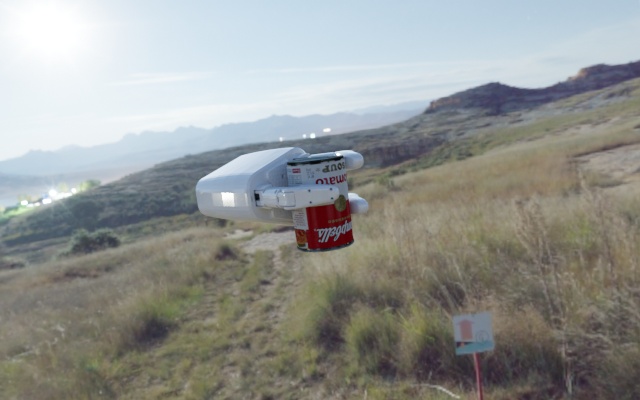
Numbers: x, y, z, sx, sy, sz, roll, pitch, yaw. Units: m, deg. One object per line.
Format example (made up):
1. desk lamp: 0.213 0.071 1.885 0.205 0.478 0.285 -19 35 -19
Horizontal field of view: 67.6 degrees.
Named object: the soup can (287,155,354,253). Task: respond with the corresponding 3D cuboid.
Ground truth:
1. soup can: 0.000 0.002 0.551 0.068 0.102 0.068 -7 8 1
